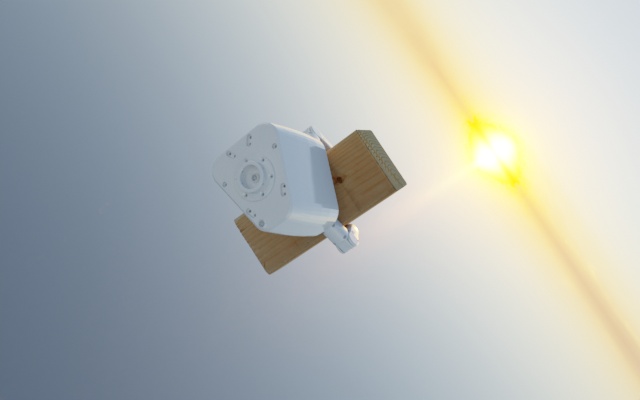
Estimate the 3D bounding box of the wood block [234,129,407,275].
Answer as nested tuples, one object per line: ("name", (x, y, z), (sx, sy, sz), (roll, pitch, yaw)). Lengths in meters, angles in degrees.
("wood block", (0.000, 0.002, 0.640), (0.206, 0.091, 0.090), (-35, -4, 20))
